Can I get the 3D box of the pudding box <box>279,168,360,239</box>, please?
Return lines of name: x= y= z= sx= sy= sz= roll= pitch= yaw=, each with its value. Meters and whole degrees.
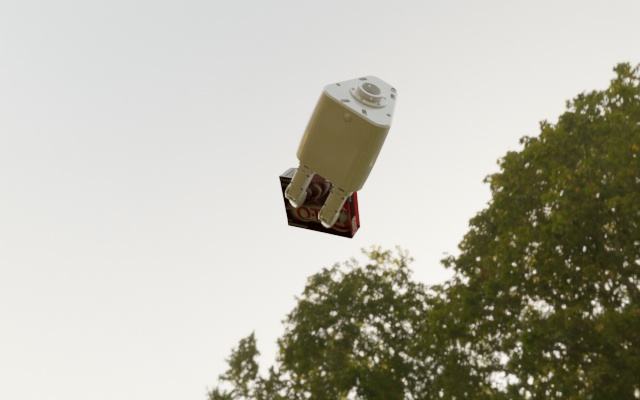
pudding box: x=0.000 y=0.002 z=0.702 sx=0.113 sy=0.090 sz=0.039 roll=11 pitch=35 yaw=29
